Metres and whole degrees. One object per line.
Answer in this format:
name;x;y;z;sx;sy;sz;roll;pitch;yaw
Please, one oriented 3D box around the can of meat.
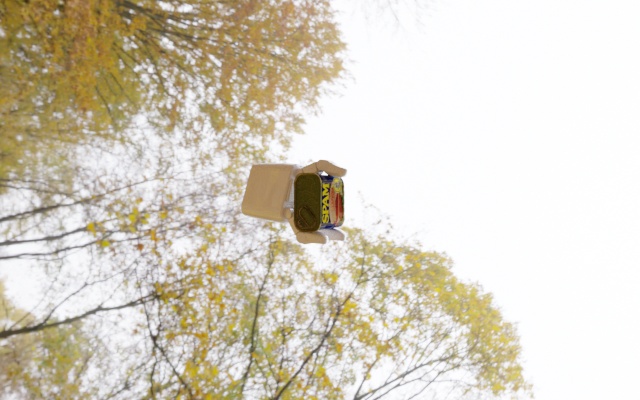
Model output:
can of meat;0.000;0.003;0.844;0.057;0.102;0.084;2;2;34
